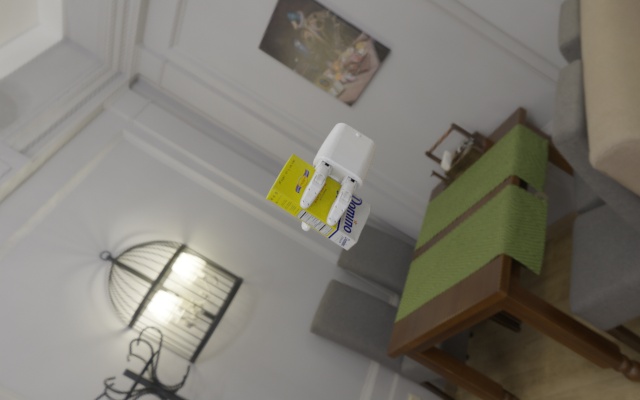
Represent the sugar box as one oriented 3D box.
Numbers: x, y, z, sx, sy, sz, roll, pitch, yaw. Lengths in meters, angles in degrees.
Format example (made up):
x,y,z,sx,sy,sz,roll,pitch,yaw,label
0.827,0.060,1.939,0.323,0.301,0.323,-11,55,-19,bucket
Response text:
x,y,z,sx,sy,sz,roll,pitch,yaw,label
0.000,0.002,0.853,0.176,0.093,0.048,31,-37,-6,sugar box
